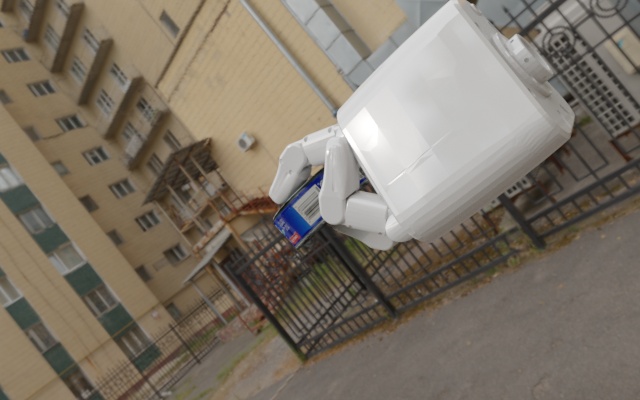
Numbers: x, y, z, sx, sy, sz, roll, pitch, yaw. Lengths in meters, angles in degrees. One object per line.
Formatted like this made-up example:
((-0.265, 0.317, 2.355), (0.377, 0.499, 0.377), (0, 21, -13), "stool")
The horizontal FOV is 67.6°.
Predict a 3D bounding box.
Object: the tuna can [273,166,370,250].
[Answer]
((0.000, 0.001, 0.410), (0.086, 0.034, 0.086), (-43, -4, -4), "tuna can")
